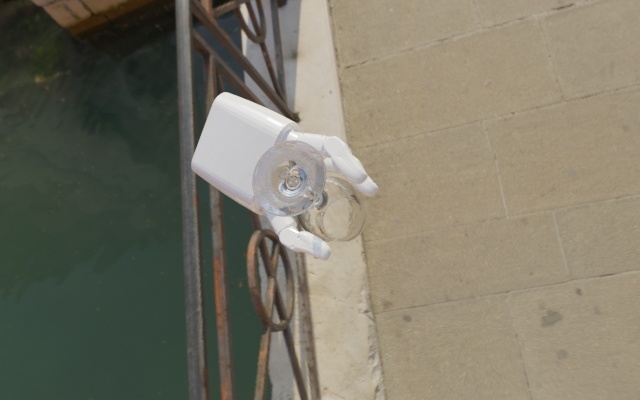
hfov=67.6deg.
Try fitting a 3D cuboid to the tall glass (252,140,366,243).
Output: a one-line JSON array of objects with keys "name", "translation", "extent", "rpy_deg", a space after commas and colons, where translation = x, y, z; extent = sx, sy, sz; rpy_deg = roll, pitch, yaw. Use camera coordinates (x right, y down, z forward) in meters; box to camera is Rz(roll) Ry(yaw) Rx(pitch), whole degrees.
[{"name": "tall glass", "translation": [0.000, 0.002, 0.535], "extent": [0.079, 0.079, 0.201], "rpy_deg": [0, -14, 19]}]
